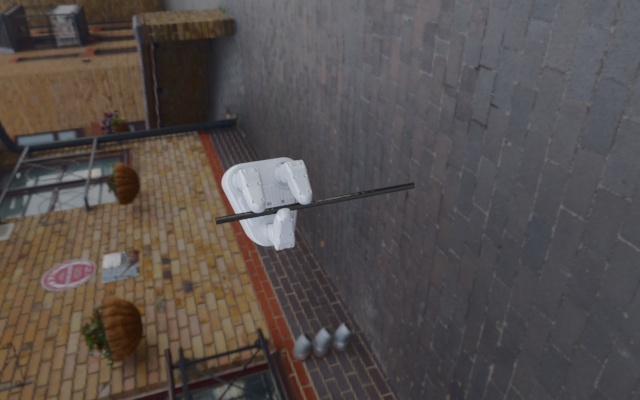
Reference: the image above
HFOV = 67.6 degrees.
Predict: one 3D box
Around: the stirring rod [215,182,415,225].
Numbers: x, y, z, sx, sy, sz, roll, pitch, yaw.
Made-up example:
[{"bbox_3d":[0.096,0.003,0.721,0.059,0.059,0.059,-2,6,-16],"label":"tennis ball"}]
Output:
[{"bbox_3d":[0.000,0.002,0.551,0.239,0.011,0.011,-10,3,-16],"label":"stirring rod"}]
